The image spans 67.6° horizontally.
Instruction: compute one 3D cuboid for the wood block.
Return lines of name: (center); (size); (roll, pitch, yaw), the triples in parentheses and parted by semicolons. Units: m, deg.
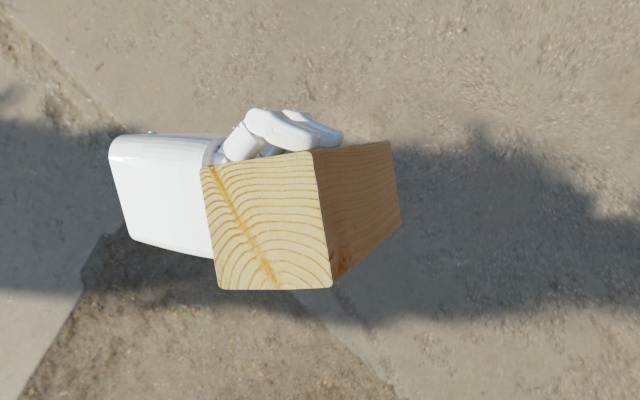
wood block: (0.000, 0.002, 0.411); (0.090, 0.091, 0.206); (-6, 7, 23)
